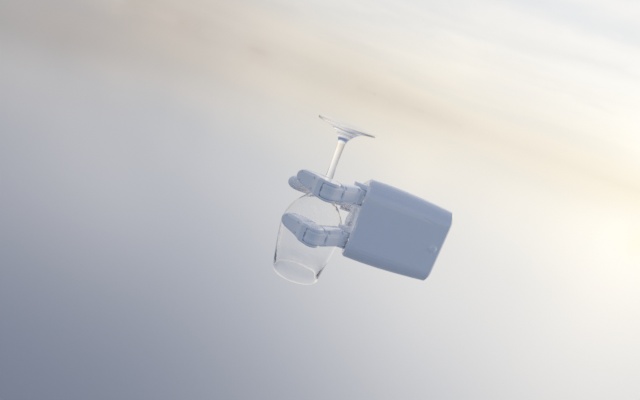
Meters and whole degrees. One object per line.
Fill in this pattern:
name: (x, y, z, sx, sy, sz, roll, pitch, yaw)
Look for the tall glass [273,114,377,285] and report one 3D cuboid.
tall glass: (0.000, 0.001, 0.590, 0.079, 0.201, 0.079, 19, 14, -5)
